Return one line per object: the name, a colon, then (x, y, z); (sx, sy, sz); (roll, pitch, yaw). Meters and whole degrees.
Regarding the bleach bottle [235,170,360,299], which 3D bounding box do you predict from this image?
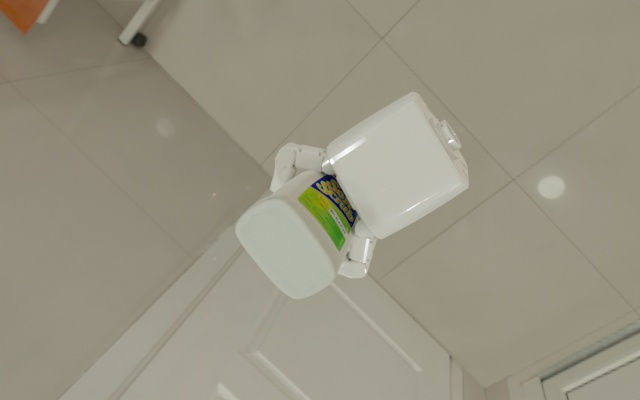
bleach bottle: (0.000, 0.002, 0.534); (0.068, 0.102, 0.250); (-33, 10, 24)
